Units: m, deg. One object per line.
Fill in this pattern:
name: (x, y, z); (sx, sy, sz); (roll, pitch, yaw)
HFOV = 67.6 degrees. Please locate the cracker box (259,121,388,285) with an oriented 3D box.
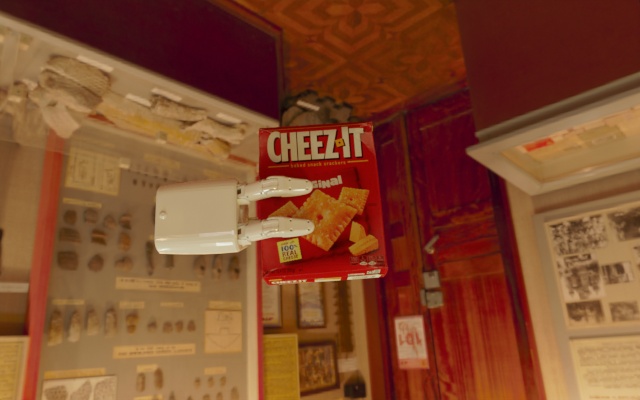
cracker box: (0.000, 0.002, 0.661); (0.164, 0.213, 0.072); (-4, -18, -1)
